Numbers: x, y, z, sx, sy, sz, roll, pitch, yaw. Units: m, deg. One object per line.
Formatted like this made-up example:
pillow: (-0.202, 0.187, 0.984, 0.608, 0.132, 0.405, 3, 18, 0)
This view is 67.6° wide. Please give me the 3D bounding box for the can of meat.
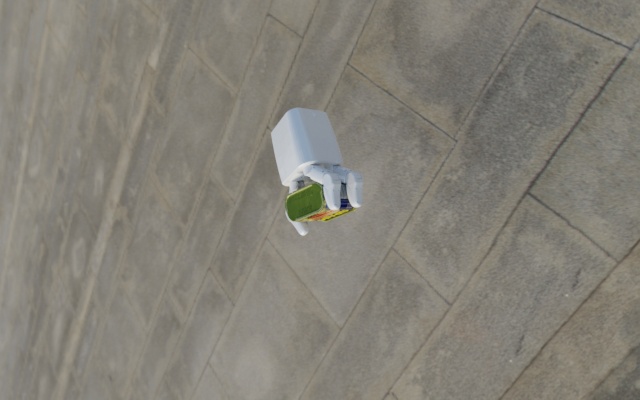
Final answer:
can of meat: (0.000, 0.003, 0.834, 0.084, 0.057, 0.102, -1, -16, -45)
